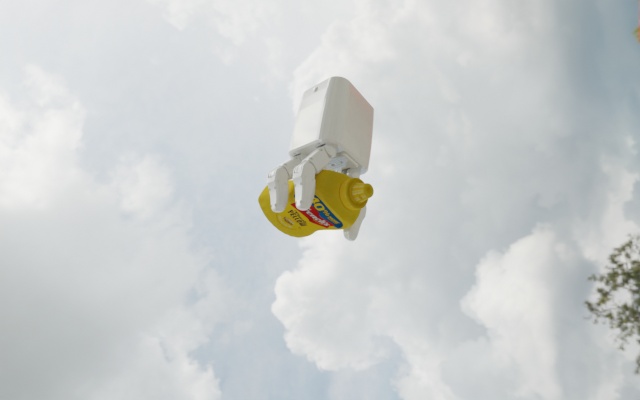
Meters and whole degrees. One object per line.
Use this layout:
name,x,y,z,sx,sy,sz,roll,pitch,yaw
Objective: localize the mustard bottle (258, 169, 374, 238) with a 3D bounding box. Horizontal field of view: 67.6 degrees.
mustard bottle,0.000,0.002,0.662,0.191,0.058,0.096,-14,-55,49
